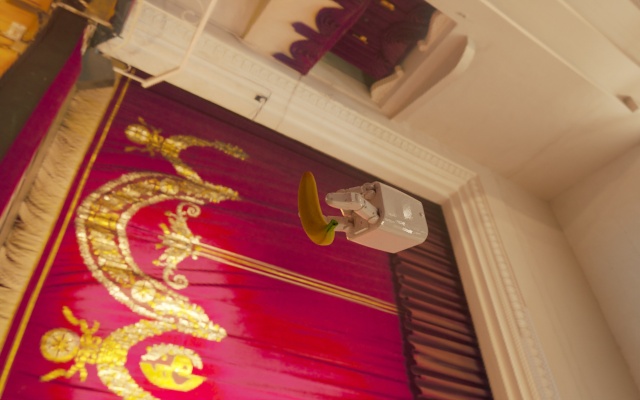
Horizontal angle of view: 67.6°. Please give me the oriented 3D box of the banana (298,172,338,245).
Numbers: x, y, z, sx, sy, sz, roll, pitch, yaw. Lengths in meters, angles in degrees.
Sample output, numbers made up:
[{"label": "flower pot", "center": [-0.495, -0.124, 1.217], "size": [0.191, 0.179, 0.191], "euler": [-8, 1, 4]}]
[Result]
[{"label": "banana", "center": [-0.007, 0.020, 0.786], "size": [0.037, 0.070, 0.197], "euler": [20, 19, -25]}]
